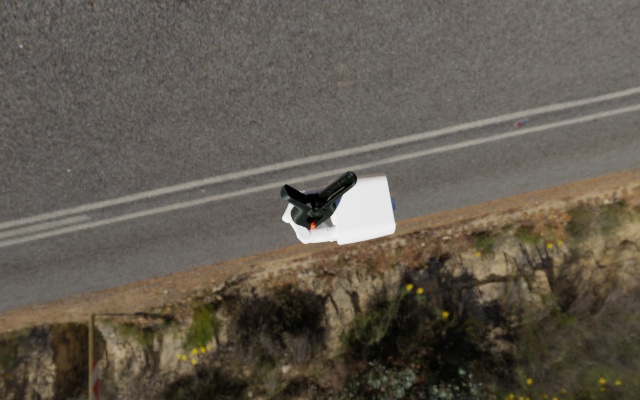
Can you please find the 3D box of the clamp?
[{"bbox_3d":[0.000,0.003,0.787,0.120,0.039,0.171,-10,-20,-2],"label":"clamp"}]
